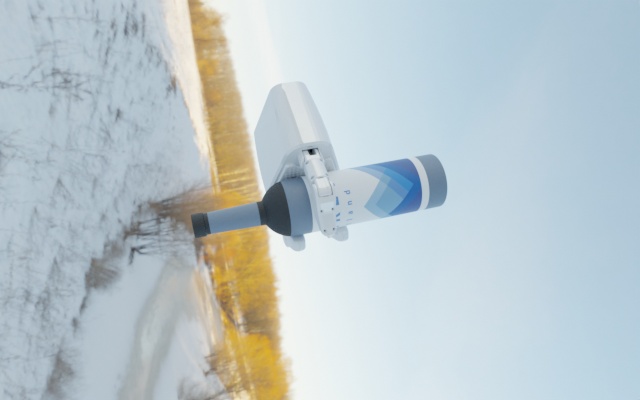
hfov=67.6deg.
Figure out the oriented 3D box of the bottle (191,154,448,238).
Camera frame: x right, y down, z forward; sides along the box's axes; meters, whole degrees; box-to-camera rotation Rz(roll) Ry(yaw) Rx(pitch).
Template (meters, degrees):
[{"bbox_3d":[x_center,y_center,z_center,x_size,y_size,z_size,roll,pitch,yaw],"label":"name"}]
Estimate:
[{"bbox_3d":[0.000,0.002,0.560,0.295,0.069,0.069,-11,2,-13],"label":"bottle"}]
